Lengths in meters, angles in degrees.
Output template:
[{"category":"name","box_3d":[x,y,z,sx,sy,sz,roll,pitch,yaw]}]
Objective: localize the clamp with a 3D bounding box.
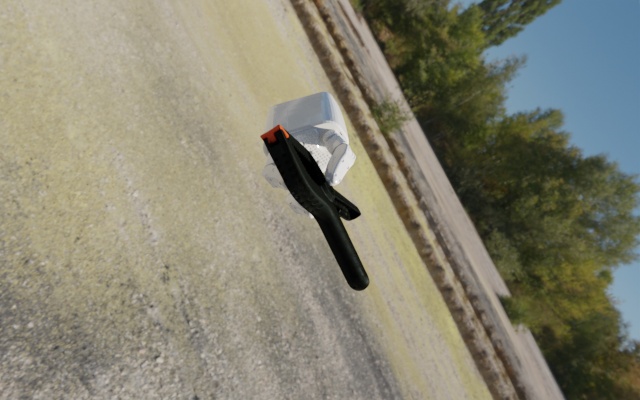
[{"category":"clamp","box_3d":[0.000,0.001,0.578,0.036,0.210,0.164,-29,34,16]}]
